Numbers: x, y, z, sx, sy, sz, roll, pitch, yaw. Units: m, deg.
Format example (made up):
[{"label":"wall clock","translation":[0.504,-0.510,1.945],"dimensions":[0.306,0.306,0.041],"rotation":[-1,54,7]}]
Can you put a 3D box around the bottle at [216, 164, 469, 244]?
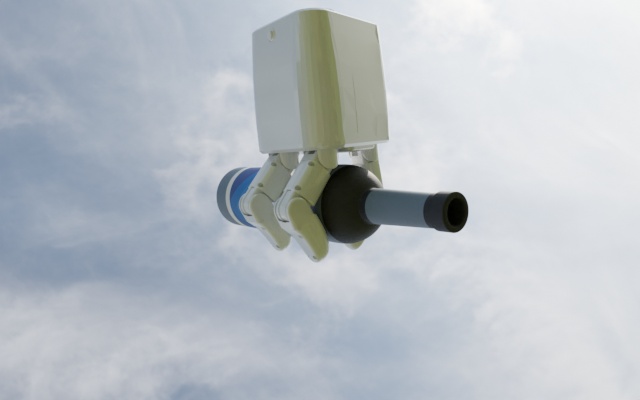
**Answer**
[{"label":"bottle","translation":[0.000,0.001,0.427],"dimensions":[0.069,0.069,0.295],"rotation":[0,2,-37]}]
